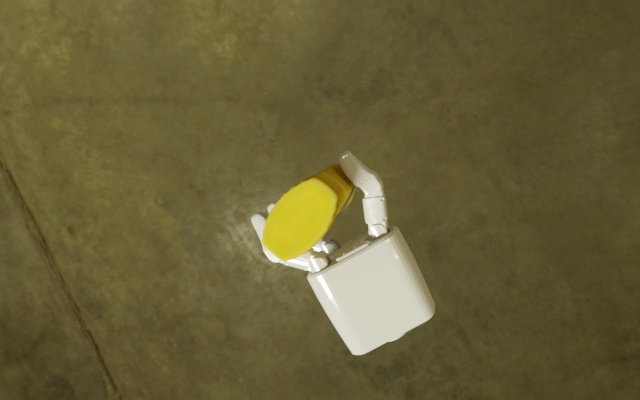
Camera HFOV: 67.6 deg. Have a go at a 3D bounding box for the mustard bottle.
[{"bbox_3d":[0.000,0.002,0.559,0.058,0.096,0.191,39,18,4],"label":"mustard bottle"}]
